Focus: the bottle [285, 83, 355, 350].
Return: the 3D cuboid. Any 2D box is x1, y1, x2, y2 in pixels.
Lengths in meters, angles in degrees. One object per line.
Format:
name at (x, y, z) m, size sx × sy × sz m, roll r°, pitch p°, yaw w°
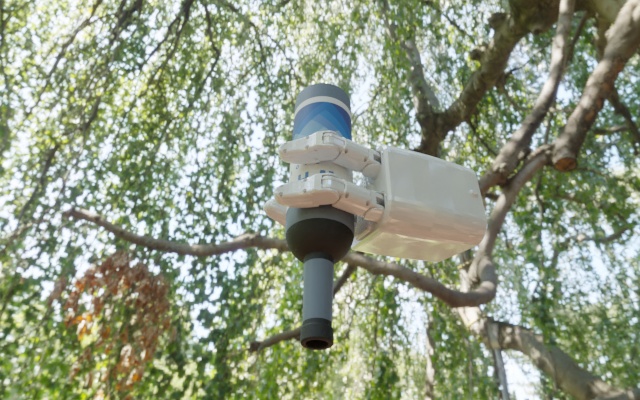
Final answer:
bottle at (0.000, 0.001, 0.479) m, size 0.069 × 0.295 × 0.069 m, roll 1°, pitch -38°, yaw 1°
